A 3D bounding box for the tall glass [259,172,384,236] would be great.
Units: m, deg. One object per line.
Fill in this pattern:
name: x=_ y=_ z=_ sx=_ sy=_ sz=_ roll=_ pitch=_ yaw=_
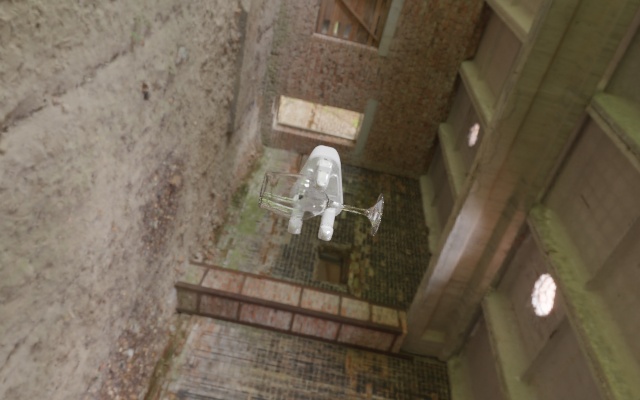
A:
tall glass: x=0.001 y=0.003 z=0.805 sx=0.201 sy=0.079 sz=0.079 roll=12 pitch=-1 yaw=-2
